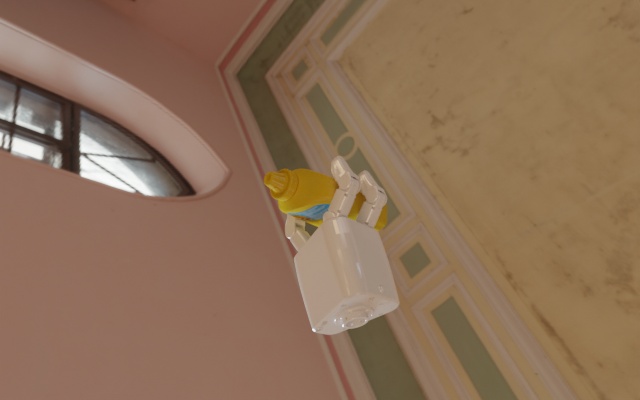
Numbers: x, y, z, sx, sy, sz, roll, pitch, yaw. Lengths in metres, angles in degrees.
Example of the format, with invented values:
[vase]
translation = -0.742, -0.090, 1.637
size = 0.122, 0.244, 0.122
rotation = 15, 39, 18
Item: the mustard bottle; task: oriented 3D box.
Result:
[mustard bottle]
translation = 0.000, 0.002, 0.654
size = 0.096, 0.058, 0.192
rotation = -14, -27, 42
